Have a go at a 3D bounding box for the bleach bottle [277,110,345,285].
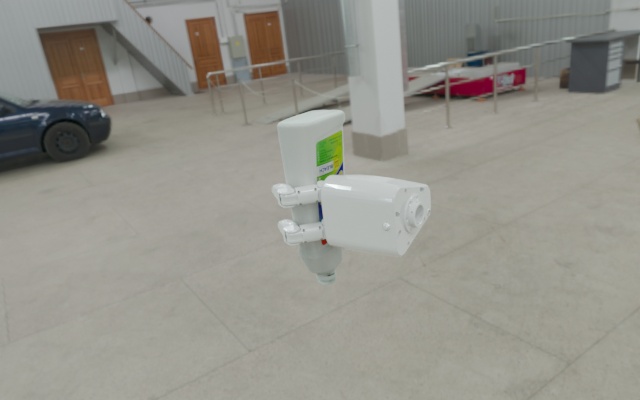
[{"bbox_3d":[0.000,0.002,0.694,0.068,0.251,0.102,8,25,35],"label":"bleach bottle"}]
